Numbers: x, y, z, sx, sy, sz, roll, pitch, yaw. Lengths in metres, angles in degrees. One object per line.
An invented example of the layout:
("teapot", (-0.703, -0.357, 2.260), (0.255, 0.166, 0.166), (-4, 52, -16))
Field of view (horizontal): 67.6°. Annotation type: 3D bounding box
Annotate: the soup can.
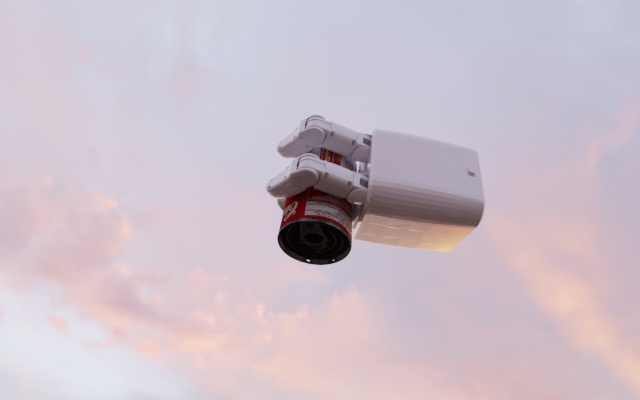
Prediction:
("soup can", (0.000, 0.001, 0.464), (0.068, 0.102, 0.069), (5, -41, 4))
